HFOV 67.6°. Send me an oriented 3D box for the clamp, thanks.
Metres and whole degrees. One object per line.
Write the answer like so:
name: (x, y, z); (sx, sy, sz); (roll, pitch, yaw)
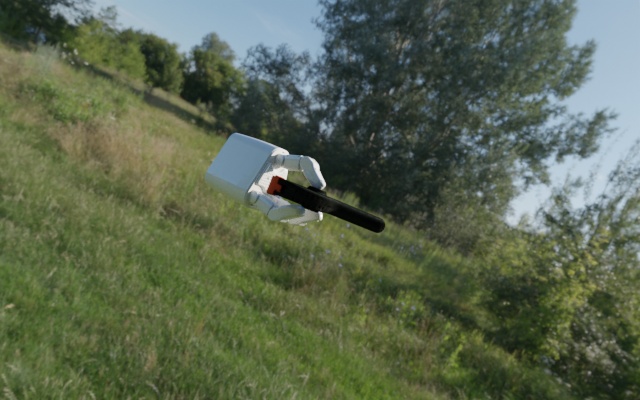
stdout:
clamp: (0.000, 0.001, 0.739); (0.164, 0.036, 0.210); (23, 2, 31)
